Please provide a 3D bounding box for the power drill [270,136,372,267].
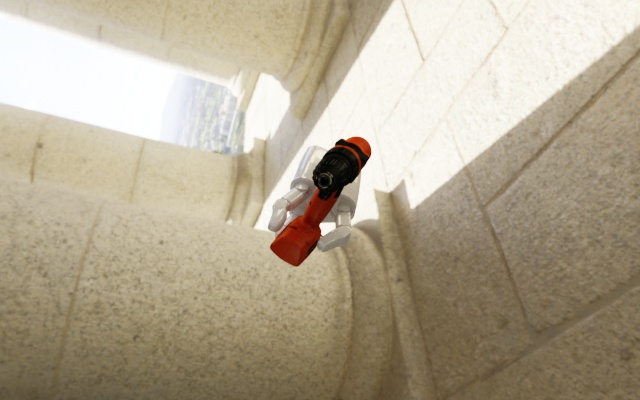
[{"bbox_3d":[0.000,0.002,0.670,0.057,0.188,0.184,36,25,6],"label":"power drill"}]
